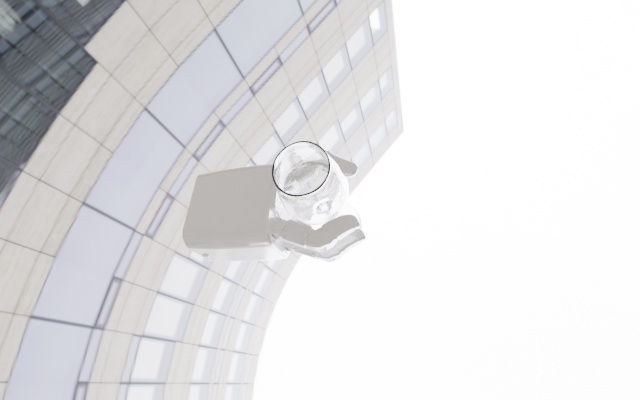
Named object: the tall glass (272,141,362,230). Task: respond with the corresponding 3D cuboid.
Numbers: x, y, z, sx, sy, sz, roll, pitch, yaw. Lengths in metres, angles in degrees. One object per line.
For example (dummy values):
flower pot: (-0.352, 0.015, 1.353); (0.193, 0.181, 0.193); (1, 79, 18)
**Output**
tall glass: (0.000, 0.002, 0.573); (0.079, 0.079, 0.201); (0, -21, 12)
